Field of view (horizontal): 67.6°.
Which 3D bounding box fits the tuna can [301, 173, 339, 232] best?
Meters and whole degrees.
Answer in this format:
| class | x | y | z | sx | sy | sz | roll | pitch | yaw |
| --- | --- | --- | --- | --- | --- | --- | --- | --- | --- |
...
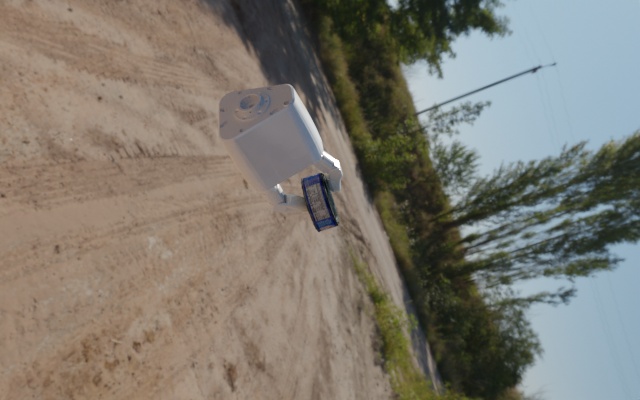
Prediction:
| class | x | y | z | sx | sy | sz | roll | pitch | yaw |
| --- | --- | --- | --- | --- | --- | --- | --- | --- | --- |
| tuna can | 0.001 | 0.002 | 0.718 | 0.034 | 0.086 | 0.086 | -18 | -2 | 6 |
